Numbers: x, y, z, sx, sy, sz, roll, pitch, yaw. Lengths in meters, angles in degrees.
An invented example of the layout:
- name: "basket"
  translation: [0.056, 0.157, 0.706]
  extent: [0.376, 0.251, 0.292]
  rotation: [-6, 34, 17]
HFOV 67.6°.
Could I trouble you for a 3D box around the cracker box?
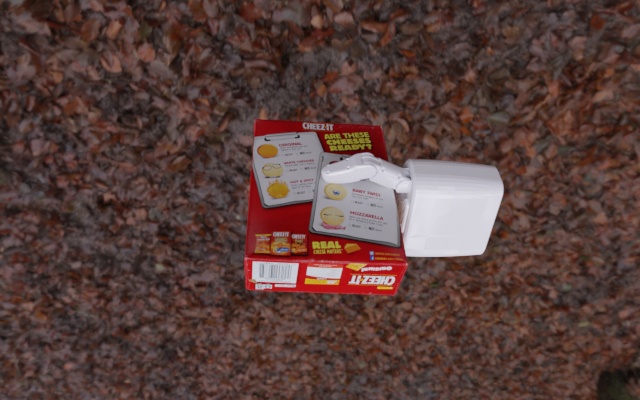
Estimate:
- name: "cracker box"
  translation: [0.000, 0.002, 0.555]
  extent: [0.164, 0.213, 0.072]
  rotation: [2, -42, -6]
